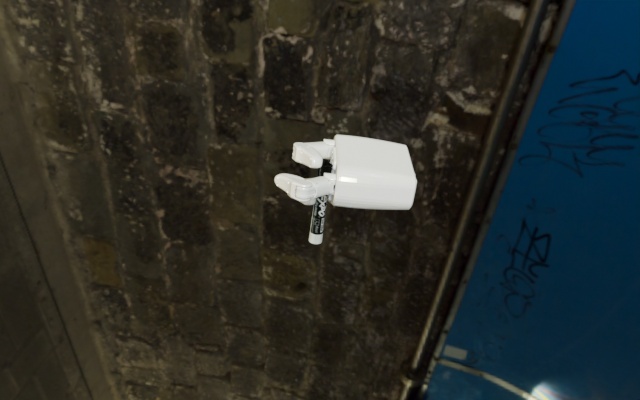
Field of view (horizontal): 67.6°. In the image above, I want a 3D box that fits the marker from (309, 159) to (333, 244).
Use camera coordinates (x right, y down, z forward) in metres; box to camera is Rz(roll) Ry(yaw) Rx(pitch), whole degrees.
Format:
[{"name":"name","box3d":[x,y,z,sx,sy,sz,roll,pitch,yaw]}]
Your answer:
[{"name":"marker","box3d":[0.000,0.002,0.648,0.020,0.121,0.020,6,22,-3]}]
